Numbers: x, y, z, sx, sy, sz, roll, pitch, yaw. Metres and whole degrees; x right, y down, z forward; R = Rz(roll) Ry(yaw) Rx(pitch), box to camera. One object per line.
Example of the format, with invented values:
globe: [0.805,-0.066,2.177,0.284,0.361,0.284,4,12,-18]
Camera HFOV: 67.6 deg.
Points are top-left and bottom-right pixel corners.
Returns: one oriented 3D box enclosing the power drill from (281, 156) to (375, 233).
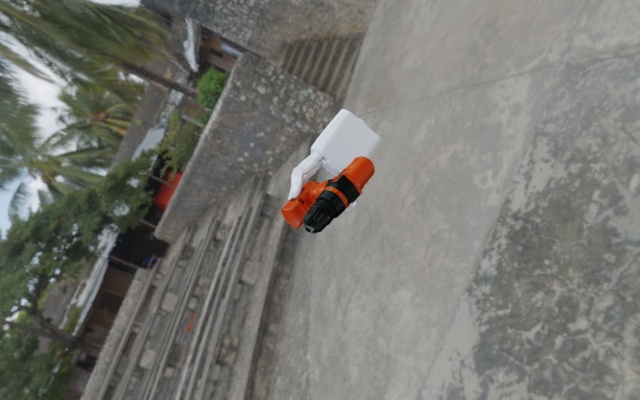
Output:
power drill: [0.000,0.003,0.894,0.184,0.057,0.188,-45,14,-29]
